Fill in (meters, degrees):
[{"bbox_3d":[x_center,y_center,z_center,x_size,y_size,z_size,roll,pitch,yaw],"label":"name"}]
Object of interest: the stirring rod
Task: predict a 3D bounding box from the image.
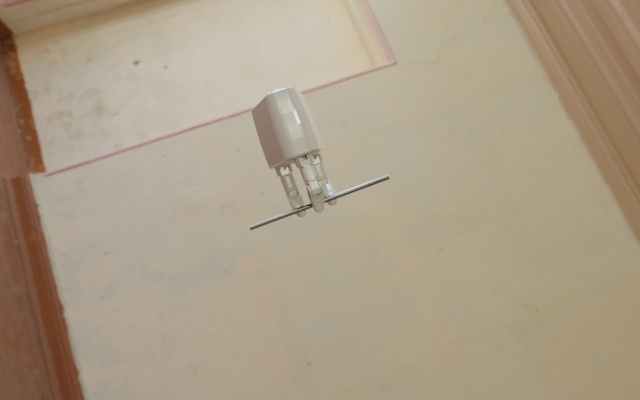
[{"bbox_3d":[0.000,0.002,0.769,0.239,0.011,0.011,-20,3,-8],"label":"stirring rod"}]
